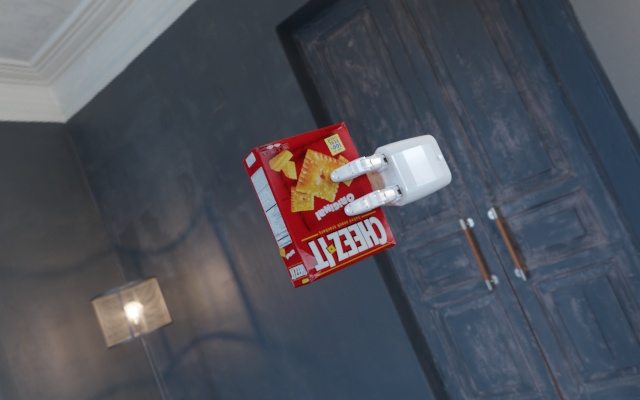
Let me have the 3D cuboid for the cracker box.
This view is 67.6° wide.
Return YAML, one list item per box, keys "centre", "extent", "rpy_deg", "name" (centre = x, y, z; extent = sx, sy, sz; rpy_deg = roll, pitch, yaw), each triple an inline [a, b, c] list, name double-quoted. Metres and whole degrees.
- centre: [0.000, 0.002, 0.734]
  extent: [0.164, 0.213, 0.072]
  rpy_deg: [-20, -7, -29]
  name: "cracker box"
